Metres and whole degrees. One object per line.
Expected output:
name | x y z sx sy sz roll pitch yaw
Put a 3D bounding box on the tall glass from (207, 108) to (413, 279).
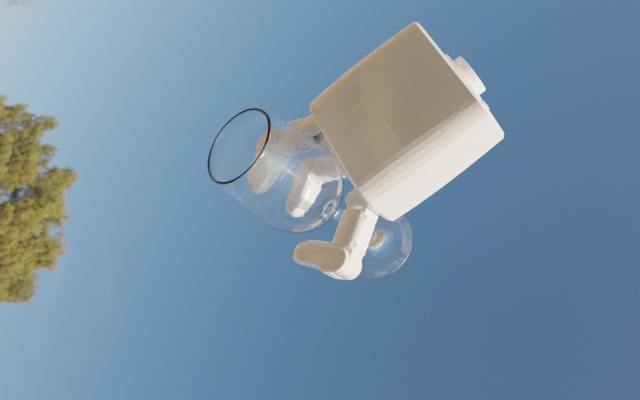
tall glass | 0.000 0.002 0.406 0.079 0.079 0.201 0 -24 41
